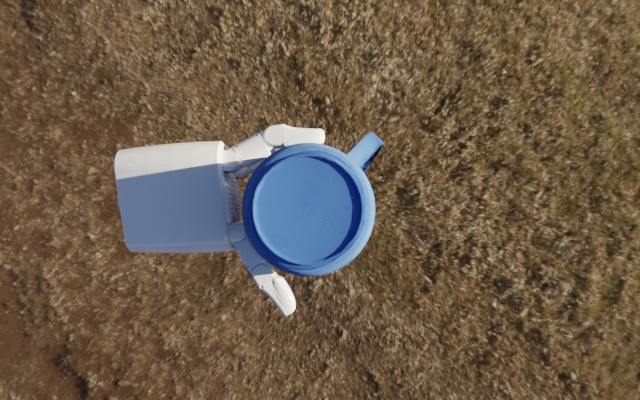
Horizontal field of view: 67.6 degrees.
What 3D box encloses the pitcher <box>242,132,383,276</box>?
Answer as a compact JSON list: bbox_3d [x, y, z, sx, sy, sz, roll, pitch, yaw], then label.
[{"bbox_3d":[0.000,0.002,0.493,0.145,0.149,0.243,-3,-2,1],"label":"pitcher"}]
